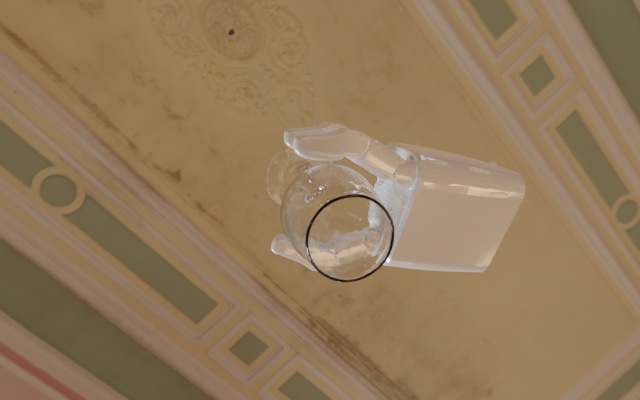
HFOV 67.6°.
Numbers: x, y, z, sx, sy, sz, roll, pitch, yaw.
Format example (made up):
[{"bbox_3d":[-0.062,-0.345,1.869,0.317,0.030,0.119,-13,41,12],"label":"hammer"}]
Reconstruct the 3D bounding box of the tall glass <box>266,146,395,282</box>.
[{"bbox_3d":[0.000,0.001,0.411,0.079,0.079,0.201,0,14,-12],"label":"tall glass"}]
